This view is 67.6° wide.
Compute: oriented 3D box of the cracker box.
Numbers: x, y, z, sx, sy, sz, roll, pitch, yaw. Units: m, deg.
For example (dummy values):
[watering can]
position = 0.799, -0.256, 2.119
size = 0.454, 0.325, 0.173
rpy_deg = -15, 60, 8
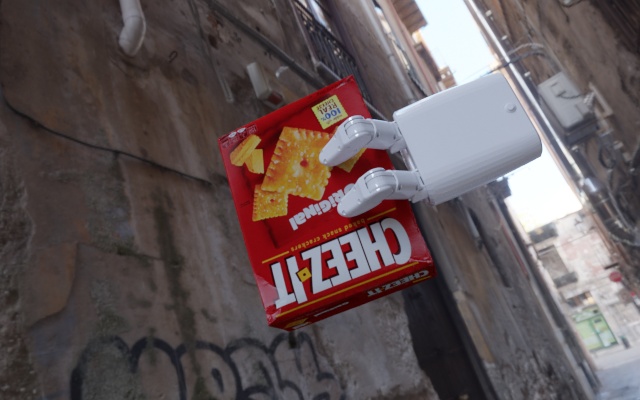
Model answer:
[cracker box]
position = 0.000, 0.001, 0.487
size = 0.164, 0.213, 0.072
rpy_deg = -23, -23, 8
